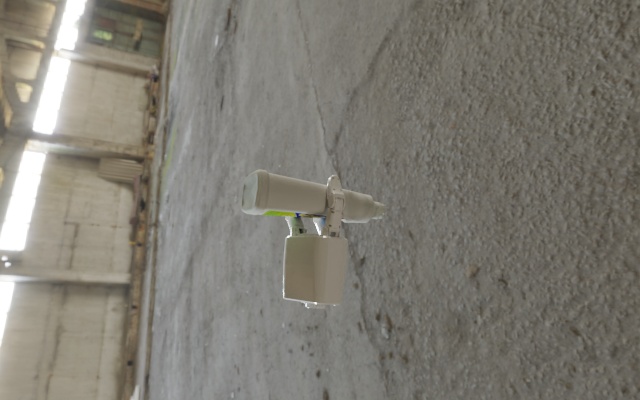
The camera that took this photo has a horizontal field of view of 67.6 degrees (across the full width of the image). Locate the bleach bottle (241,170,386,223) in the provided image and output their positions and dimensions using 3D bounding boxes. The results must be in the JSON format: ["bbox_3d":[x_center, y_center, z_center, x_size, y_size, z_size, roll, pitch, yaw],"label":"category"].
[{"bbox_3d":[0.000,0.003,0.809,0.251,0.068,0.102,8,-9,-23],"label":"bleach bottle"}]
